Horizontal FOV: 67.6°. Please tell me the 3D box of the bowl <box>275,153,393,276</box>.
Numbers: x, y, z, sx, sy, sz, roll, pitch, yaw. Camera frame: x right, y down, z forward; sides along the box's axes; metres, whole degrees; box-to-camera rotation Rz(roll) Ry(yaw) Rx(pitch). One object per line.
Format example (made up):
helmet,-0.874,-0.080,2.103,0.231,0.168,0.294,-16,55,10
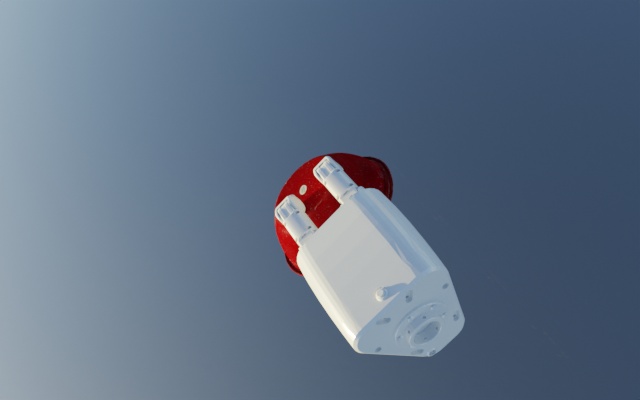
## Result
bowl,-0.001,0.001,0.536,0.055,0.162,0.162,39,-23,-31
